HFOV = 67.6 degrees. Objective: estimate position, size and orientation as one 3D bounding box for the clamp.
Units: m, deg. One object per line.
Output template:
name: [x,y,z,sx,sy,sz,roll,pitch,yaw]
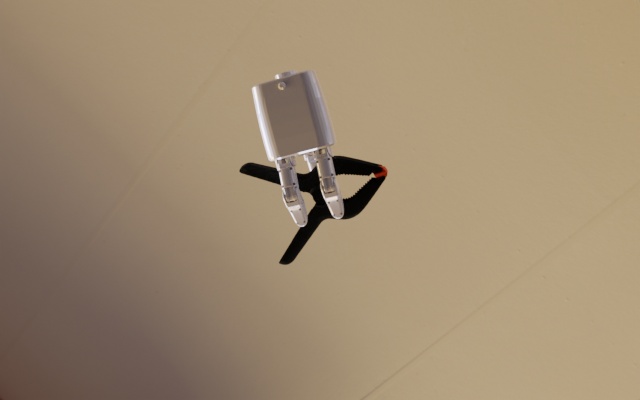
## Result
clamp: [0.001,0.002,0.700,0.210,0.164,0.036,-13,12,12]
